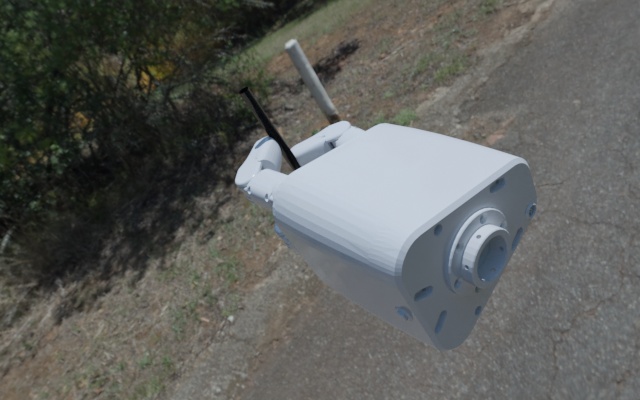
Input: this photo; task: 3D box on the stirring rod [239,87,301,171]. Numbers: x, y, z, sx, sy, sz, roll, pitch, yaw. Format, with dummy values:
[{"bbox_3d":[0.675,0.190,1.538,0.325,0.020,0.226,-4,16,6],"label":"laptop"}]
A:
[{"bbox_3d":[0.000,0.001,0.413,0.011,0.011,0.240,0,-42,38],"label":"stirring rod"}]
